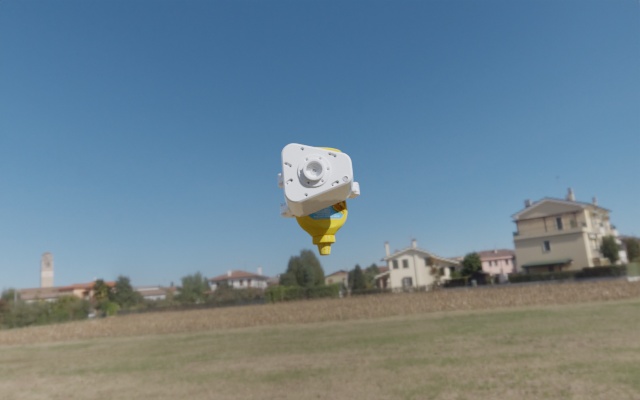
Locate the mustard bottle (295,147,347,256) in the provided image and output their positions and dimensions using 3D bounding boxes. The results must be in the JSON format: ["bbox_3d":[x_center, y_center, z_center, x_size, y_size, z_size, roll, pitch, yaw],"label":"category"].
[{"bbox_3d":[0.000,0.003,0.861,0.096,0.191,0.058,0,-12,-24],"label":"mustard bottle"}]
